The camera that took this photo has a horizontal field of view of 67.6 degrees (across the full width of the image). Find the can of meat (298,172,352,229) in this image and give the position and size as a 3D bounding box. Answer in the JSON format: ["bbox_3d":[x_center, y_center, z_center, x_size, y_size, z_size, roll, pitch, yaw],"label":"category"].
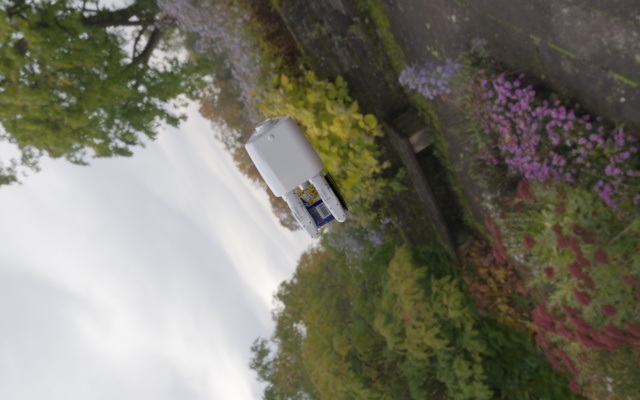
[{"bbox_3d":[0.000,0.003,0.859,0.084,0.057,0.102,-32,24,2],"label":"can of meat"}]
